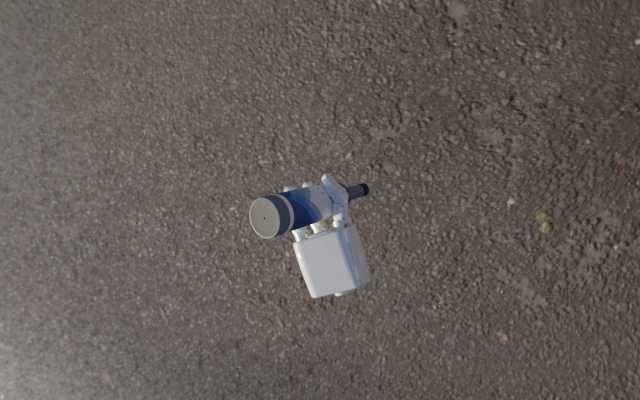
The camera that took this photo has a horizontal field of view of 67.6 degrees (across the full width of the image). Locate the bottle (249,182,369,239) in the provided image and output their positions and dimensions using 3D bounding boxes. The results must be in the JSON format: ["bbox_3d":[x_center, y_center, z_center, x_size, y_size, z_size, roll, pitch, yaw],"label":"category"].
[{"bbox_3d":[0.000,0.003,0.863,0.069,0.069,0.295,0,10,38],"label":"bottle"}]
